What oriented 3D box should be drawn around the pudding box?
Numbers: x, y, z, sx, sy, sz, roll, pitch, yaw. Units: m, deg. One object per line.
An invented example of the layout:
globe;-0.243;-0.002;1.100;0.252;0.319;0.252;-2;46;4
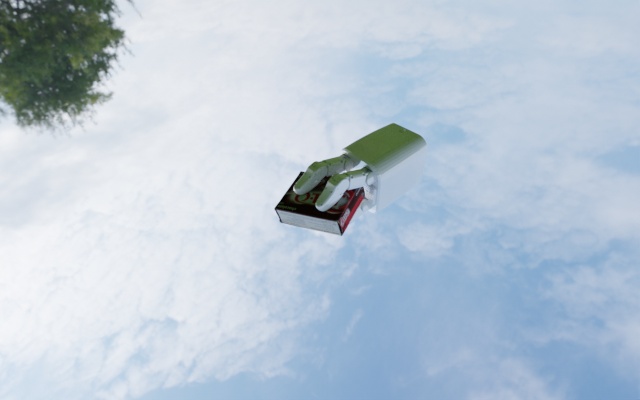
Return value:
pudding box;0.000;0.002;0.732;0.113;0.039;0.090;8;46;29
